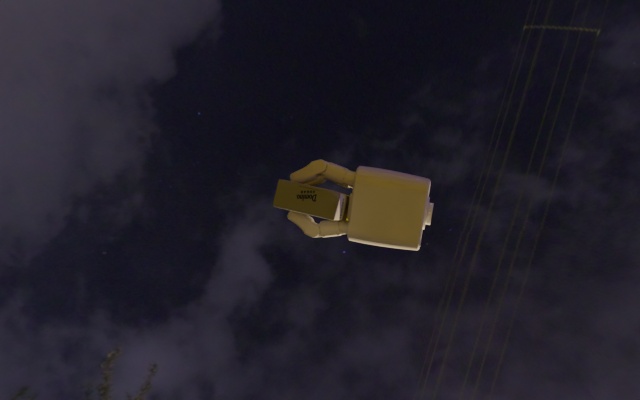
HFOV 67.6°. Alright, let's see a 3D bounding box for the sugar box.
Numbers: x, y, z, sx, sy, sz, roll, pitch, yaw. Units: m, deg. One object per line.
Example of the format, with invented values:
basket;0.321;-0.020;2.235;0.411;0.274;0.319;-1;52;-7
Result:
sugar box;0.000;0.002;0.735;0.093;0.048;0.176;13;-2;13
